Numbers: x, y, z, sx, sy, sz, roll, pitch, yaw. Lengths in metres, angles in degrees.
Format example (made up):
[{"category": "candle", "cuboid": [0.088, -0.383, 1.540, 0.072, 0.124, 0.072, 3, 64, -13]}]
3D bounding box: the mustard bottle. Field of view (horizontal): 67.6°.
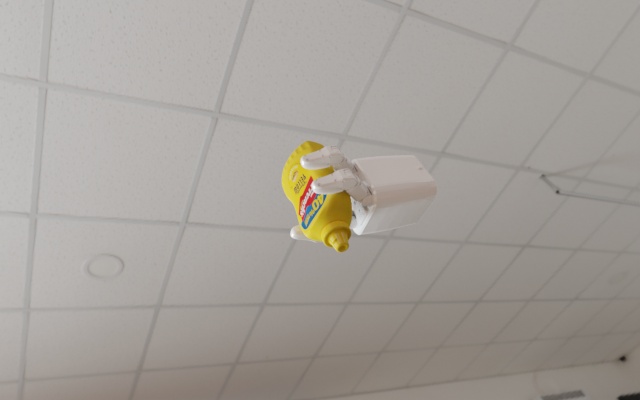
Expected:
[{"category": "mustard bottle", "cuboid": [0.000, 0.002, 0.699, 0.058, 0.096, 0.191, 14, 33, -34]}]
